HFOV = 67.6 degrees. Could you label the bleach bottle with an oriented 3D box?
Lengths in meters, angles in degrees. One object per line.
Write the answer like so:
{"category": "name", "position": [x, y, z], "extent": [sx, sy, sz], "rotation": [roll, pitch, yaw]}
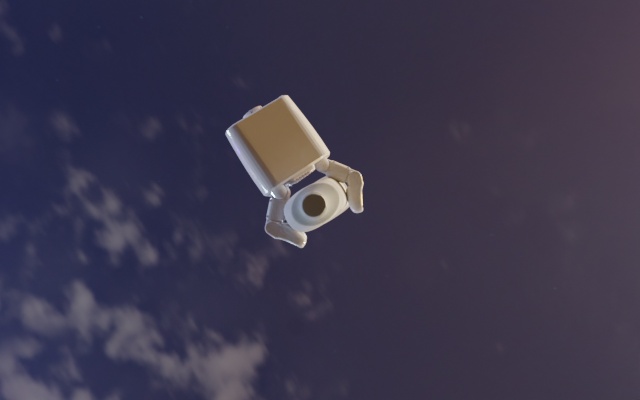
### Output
{"category": "bleach bottle", "position": [0.000, 0.002, 0.690], "extent": [0.102, 0.068, 0.251], "rotation": [-33, -1, 0]}
